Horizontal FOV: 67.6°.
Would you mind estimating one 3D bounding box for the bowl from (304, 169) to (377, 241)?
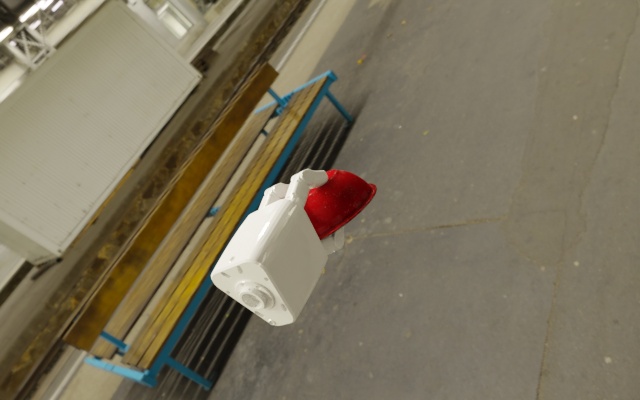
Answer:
[{"bbox_3d":[0.000,0.001,0.699,0.162,0.055,0.162,-33,12,8],"label":"bowl"}]
